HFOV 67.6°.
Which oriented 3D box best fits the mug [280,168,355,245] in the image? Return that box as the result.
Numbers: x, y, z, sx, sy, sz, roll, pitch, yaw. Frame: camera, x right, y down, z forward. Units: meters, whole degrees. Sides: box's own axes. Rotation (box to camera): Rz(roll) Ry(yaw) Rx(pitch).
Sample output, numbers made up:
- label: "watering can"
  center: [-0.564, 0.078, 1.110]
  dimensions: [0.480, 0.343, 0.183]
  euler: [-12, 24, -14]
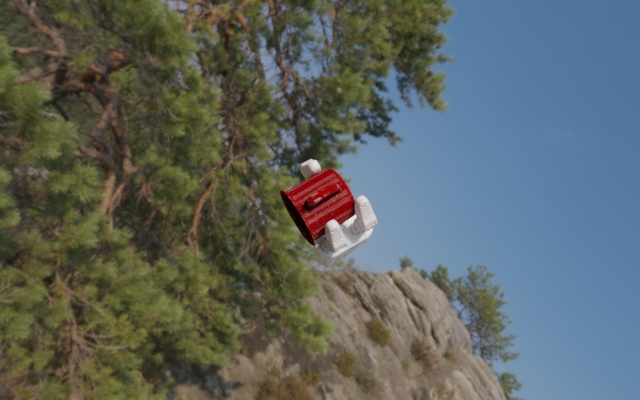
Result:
- label: "mug"
  center: [0.000, 0.002, 0.686]
  dimensions: [0.081, 0.093, 0.117]
  euler: [-31, -12, -12]
